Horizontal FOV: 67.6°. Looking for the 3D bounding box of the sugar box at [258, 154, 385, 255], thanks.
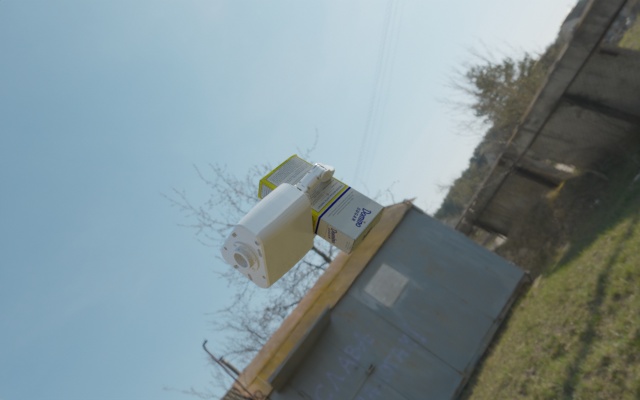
[{"bbox_3d":[0.000,0.003,0.741,0.176,0.048,0.093,34,49,16],"label":"sugar box"}]
